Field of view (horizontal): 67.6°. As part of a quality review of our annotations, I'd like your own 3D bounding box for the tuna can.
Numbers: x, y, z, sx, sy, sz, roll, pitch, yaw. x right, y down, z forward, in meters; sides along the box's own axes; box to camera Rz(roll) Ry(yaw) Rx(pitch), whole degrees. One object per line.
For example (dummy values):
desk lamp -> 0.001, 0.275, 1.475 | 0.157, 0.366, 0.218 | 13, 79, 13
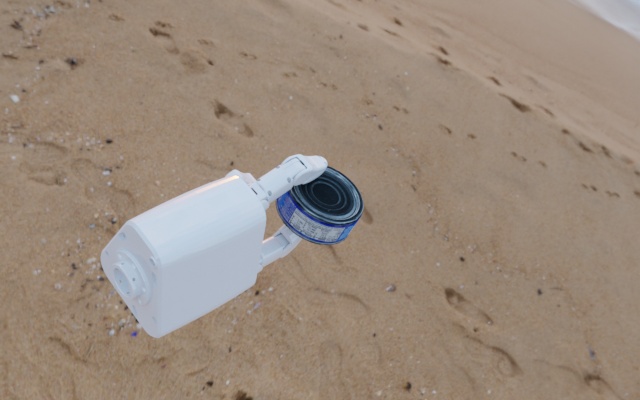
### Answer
tuna can -> 0.000, 0.001, 0.485 | 0.086, 0.086, 0.034 | 0, -41, -33
